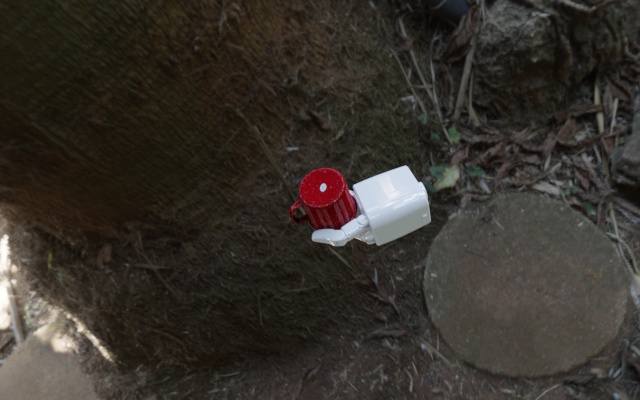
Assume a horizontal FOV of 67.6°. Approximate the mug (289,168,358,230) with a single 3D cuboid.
[{"bbox_3d":[-0.001,0.003,0.821,0.117,0.093,0.081,-24,-35,1],"label":"mug"}]
